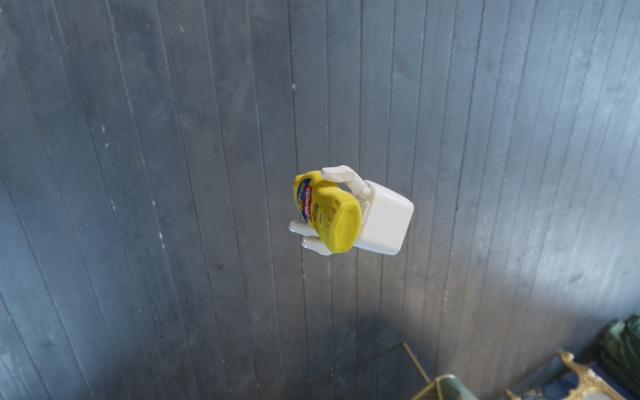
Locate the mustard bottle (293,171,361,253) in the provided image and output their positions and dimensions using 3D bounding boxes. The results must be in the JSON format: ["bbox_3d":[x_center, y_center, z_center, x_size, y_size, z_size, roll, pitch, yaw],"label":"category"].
[{"bbox_3d":[0.000,0.003,0.825,0.058,0.096,0.191,-6,29,-25],"label":"mustard bottle"}]
